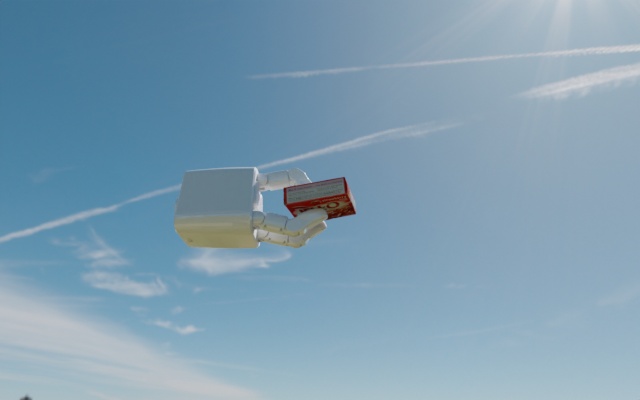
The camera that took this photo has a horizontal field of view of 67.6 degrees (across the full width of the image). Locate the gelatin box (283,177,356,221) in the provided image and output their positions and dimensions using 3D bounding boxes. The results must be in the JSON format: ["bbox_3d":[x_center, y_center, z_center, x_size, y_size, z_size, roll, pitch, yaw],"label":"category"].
[{"bbox_3d":[0.000,0.002,0.669,0.089,0.030,0.073,-11,-26,10],"label":"gelatin box"}]
